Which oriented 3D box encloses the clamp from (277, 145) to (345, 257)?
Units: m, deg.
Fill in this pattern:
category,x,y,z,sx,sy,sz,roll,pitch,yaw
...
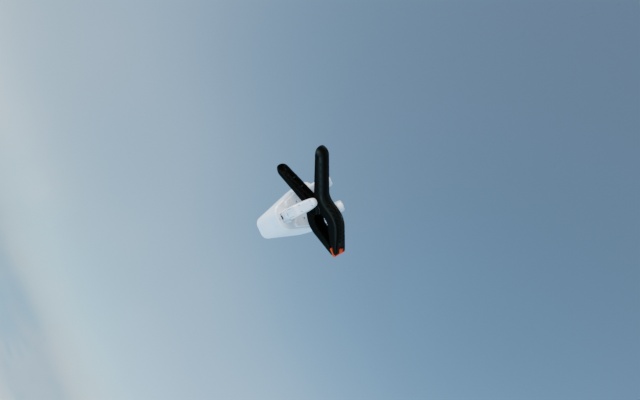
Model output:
category,x,y,z,sx,sy,sz,roll,pitch,yaw
clamp,0.000,0.004,0.888,0.036,0.210,0.164,-25,-1,-32
